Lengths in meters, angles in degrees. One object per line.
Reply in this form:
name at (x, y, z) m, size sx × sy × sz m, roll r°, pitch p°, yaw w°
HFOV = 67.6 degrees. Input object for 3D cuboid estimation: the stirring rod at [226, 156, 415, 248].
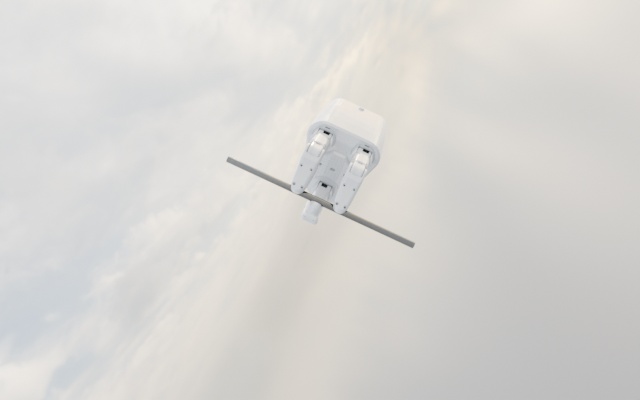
stirring rod at (0.000, 0.002, 0.560) m, size 0.239 × 0.011 × 0.011 m, roll 25°, pitch 0°, yaw 1°
